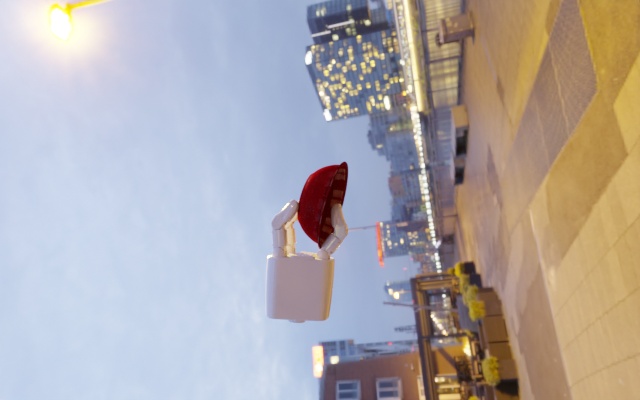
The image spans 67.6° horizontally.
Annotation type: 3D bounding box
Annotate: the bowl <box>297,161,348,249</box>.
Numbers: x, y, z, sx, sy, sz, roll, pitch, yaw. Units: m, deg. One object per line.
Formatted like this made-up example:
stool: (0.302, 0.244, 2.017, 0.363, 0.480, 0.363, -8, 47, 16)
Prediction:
bowl: (0.000, 0.001, 0.847, 0.055, 0.162, 0.162, 16, 3, 13)
